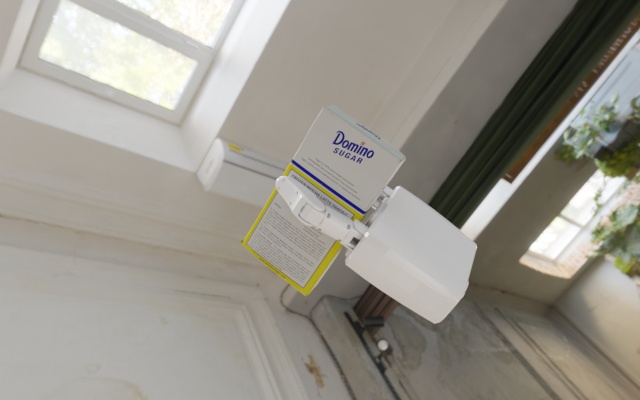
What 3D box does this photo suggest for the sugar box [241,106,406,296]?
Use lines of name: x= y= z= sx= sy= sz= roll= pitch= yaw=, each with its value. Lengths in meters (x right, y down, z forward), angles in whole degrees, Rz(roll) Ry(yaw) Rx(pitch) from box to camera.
sugar box: x=0.000 y=0.002 z=0.492 sx=0.093 sy=0.176 sz=0.048 roll=37 pitch=19 yaw=8
